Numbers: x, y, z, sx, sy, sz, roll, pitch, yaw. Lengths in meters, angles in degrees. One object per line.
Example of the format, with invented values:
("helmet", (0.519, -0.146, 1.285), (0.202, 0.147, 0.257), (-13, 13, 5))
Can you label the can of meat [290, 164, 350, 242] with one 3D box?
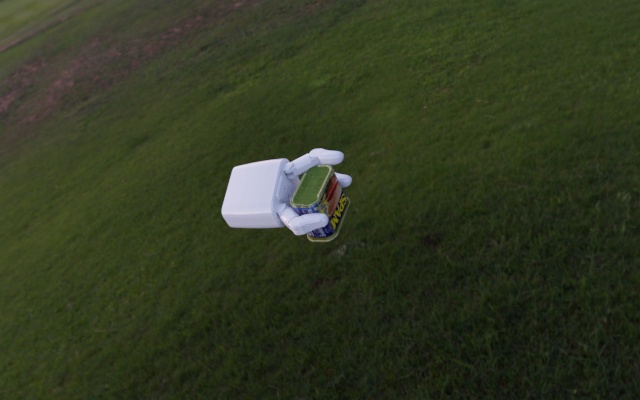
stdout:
("can of meat", (0.000, 0.002, 0.786), (0.057, 0.102, 0.084), (-1, -45, 29))
